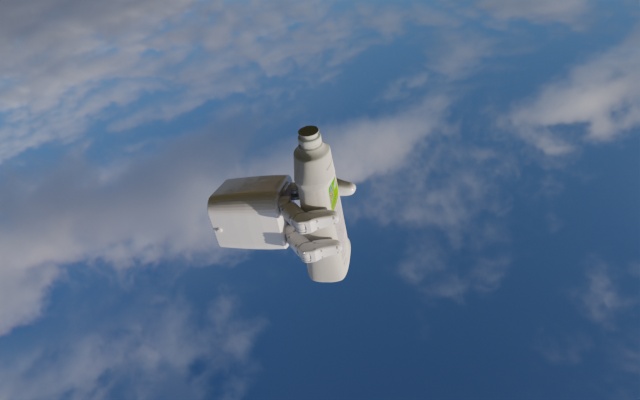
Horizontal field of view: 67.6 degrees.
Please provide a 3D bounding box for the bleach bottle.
[{"bbox_3d":[0.000,0.002,0.705,0.068,0.251,0.102,-2,38,9],"label":"bleach bottle"}]
